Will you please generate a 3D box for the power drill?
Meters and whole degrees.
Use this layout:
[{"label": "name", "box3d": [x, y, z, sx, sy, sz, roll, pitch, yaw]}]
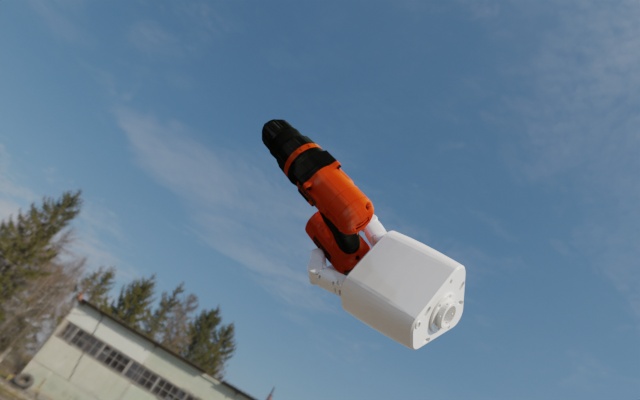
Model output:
[{"label": "power drill", "box3d": [0.000, 0.002, 0.600, 0.057, 0.184, 0.188, -35, -31, -10]}]
